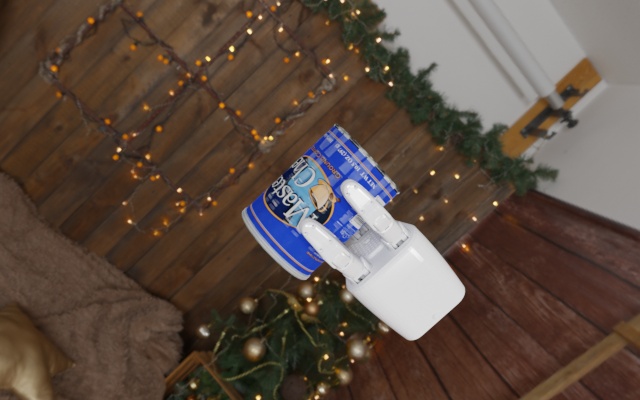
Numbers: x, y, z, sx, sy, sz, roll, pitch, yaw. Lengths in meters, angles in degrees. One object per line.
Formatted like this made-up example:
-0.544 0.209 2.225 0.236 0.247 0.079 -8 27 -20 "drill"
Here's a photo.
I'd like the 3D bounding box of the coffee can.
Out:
0.000 0.002 0.520 0.140 0.103 0.103 -43 -4 4 "coffee can"
